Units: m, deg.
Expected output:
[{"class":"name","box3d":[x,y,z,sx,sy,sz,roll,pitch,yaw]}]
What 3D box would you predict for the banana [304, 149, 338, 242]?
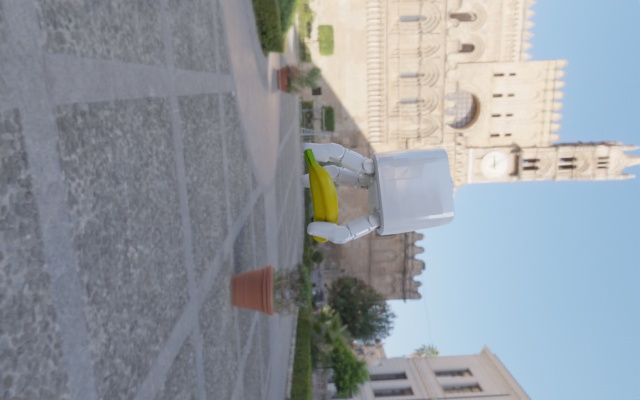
[{"class":"banana","box3d":[0.004,0.014,0.707,0.037,0.069,0.198,-11,-40,-7]}]
